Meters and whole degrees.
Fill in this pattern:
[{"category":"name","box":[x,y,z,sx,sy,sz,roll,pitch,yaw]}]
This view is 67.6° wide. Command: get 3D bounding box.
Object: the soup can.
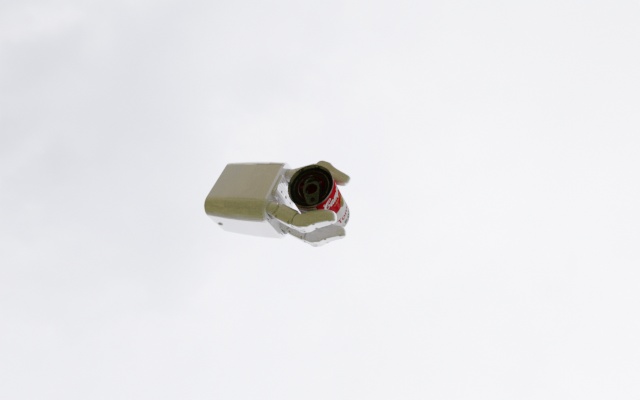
[{"category":"soup can","box":[0.001,0.002,0.710,0.068,0.068,0.102,0,-28,19]}]
